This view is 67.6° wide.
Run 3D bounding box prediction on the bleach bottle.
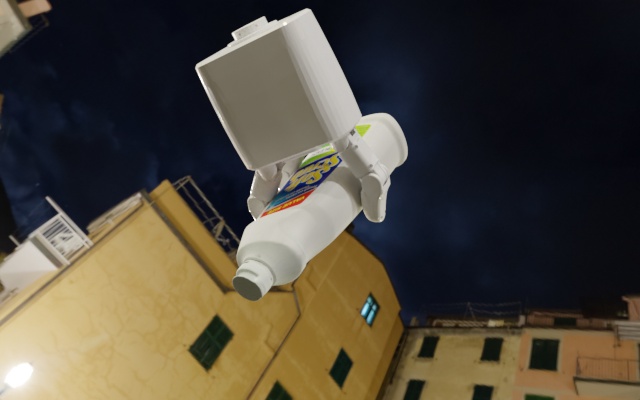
[{"bbox_3d":[0.000,0.002,0.475,0.102,0.068,0.250,-10,28,36],"label":"bleach bottle"}]
